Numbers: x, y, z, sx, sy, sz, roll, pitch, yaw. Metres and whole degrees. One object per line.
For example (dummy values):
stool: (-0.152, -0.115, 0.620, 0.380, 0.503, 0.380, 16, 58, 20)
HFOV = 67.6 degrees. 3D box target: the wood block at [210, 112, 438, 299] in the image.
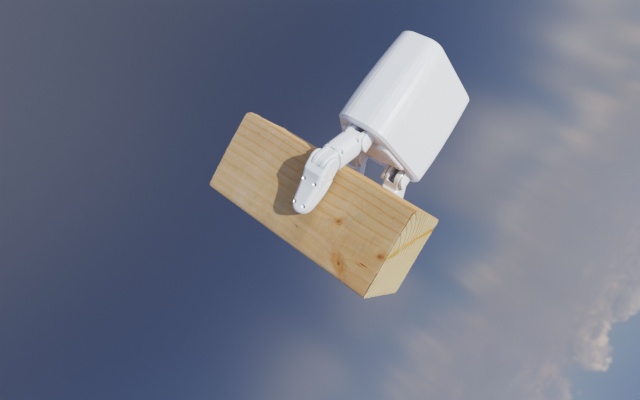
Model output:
wood block: (0.000, 0.001, 0.487, 0.206, 0.090, 0.091, 33, 8, 26)
